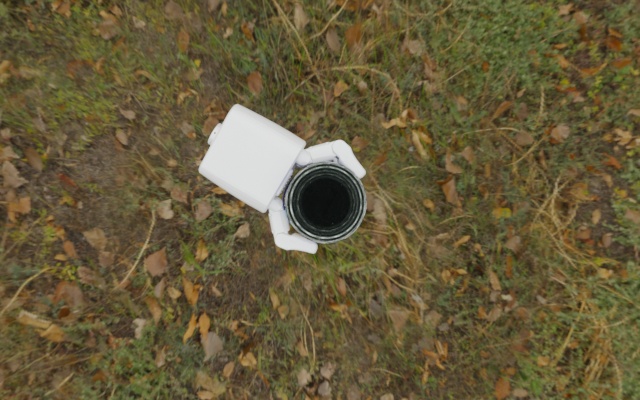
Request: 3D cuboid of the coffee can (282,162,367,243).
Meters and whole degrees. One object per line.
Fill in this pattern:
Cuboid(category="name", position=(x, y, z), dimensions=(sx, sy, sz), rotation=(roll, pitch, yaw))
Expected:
Cuboid(category="coffee can", position=(0.000, 0.002, 0.661), dimensions=(0.103, 0.103, 0.140), rotation=(0, 0, -6))
